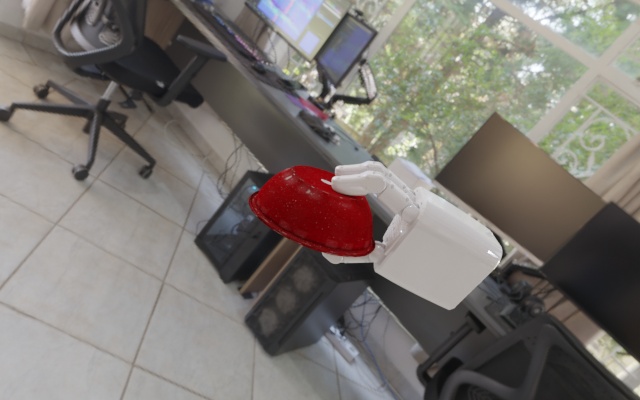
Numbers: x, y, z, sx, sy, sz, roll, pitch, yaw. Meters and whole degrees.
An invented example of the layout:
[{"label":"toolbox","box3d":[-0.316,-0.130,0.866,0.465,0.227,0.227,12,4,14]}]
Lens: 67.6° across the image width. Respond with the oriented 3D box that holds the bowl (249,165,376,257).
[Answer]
[{"label":"bowl","box3d":[-0.001,0.001,0.564,0.162,0.055,0.162,20,18,-7]}]
